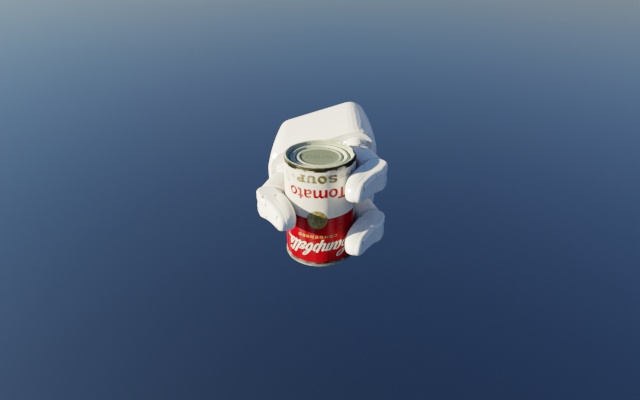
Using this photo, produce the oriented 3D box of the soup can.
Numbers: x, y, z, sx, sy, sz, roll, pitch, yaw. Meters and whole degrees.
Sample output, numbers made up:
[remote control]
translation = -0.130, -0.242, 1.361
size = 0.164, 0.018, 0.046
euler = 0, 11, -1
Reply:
[soup can]
translation = 0.000, 0.001, 0.453
size = 0.068, 0.102, 0.068
euler = 0, 29, 0
